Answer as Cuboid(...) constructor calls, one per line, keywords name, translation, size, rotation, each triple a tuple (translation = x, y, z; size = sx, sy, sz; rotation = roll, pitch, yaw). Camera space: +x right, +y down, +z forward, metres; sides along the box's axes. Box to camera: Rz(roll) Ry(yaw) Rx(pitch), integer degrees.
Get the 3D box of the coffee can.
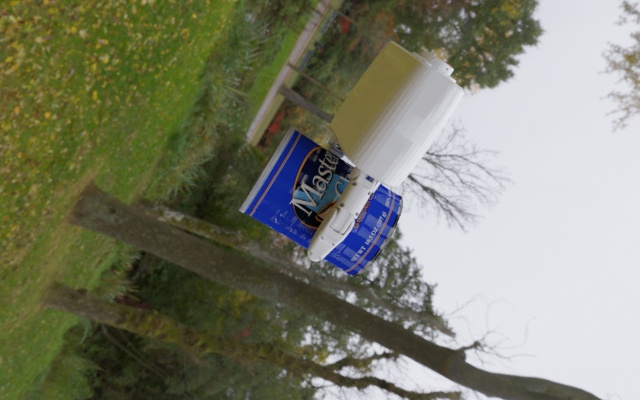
Cuboid(name="coffee can", translation=(0.000, 0.002, 0.504), size=(0.140, 0.103, 0.103), rotation=(32, -5, -8))
